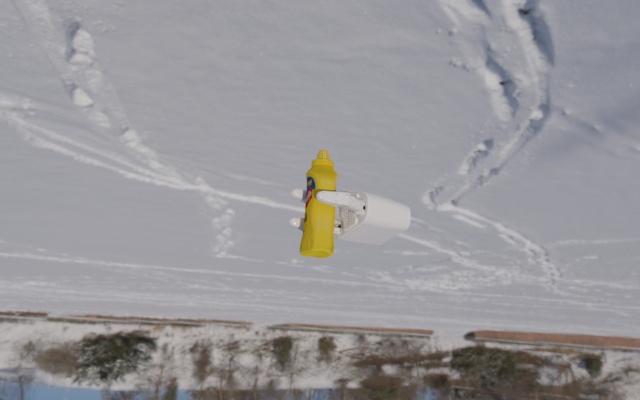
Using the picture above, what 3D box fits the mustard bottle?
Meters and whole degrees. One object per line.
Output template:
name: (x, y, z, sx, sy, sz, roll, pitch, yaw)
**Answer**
mustard bottle: (0.000, 0.003, 0.850, 0.058, 0.191, 0.096, 7, -14, -8)
